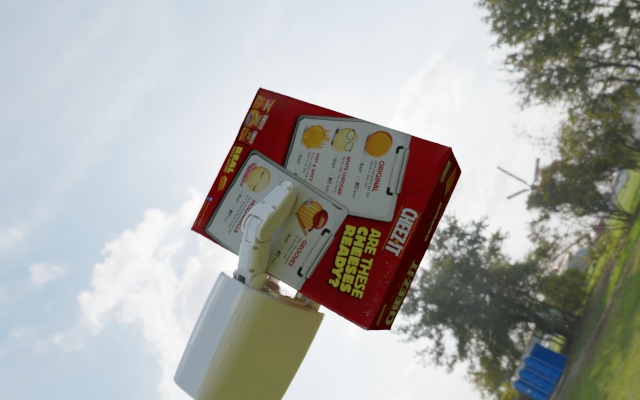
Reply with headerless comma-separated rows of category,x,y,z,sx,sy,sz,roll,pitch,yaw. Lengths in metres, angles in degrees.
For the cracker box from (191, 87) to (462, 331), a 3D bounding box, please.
cracker box,0.000,0.001,0.456,0.213,0.164,0.072,24,-3,29
